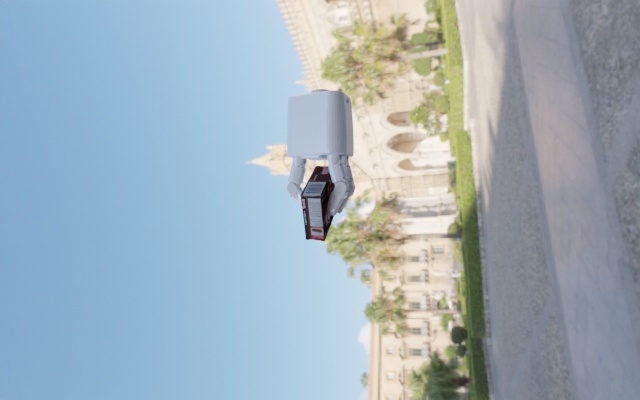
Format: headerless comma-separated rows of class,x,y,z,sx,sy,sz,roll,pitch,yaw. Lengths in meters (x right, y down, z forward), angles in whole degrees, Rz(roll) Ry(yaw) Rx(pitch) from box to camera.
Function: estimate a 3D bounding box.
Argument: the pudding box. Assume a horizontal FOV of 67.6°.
pudding box,0.000,0.003,0.827,0.039,0.090,0.113,3,31,16
